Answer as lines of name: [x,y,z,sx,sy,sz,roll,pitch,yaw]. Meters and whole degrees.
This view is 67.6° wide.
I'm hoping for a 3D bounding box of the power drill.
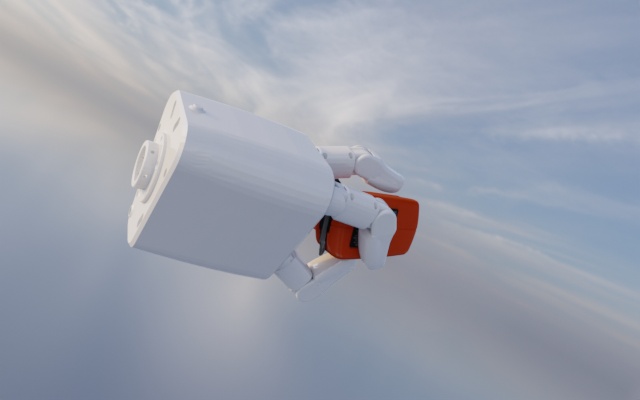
power drill: [0.000,0.002,0.471,0.184,0.057,0.187,1,12,-44]
